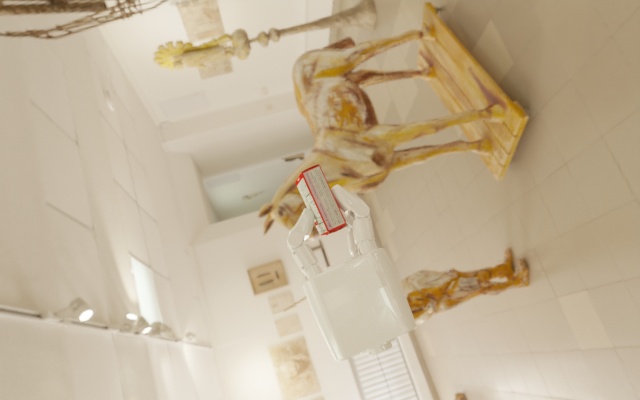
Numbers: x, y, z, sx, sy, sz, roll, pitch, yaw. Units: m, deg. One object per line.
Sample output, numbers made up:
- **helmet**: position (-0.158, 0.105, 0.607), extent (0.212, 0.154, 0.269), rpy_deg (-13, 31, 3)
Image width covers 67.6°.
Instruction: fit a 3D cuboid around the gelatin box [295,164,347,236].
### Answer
- **gelatin box**: position (0.000, 0.002, 0.640), extent (0.030, 0.089, 0.073), rpy_deg (-25, -3, -11)
